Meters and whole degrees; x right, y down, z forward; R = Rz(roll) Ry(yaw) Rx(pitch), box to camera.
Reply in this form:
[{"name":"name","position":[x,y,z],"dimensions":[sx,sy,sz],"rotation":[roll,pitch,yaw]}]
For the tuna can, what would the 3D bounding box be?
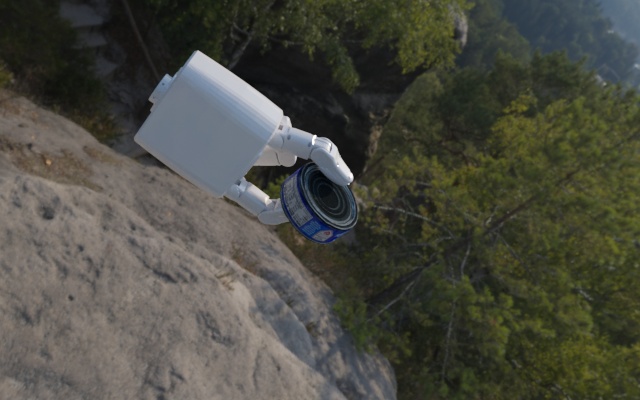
[{"name":"tuna can","position":[0.001,0.001,0.512],"dimensions":[0.034,0.086,0.086],"rotation":[-36,-23,35]}]
